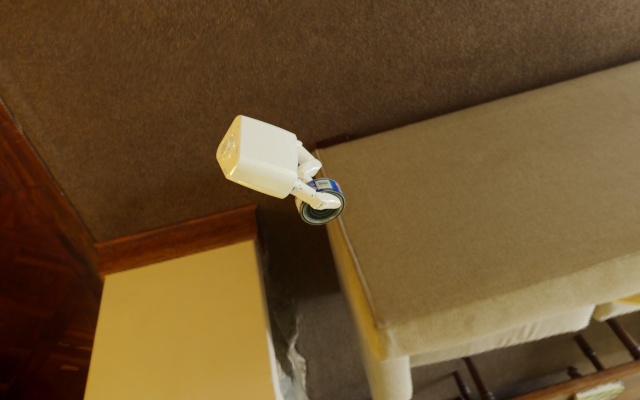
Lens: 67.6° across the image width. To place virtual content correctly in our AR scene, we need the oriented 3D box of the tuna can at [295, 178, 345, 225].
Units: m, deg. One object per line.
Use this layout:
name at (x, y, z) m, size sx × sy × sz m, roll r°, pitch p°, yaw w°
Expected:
tuna can at (0.000, 0.003, 0.853) m, size 0.086 × 0.086 × 0.033 m, roll 0°, pitch 42°, yaw -22°
